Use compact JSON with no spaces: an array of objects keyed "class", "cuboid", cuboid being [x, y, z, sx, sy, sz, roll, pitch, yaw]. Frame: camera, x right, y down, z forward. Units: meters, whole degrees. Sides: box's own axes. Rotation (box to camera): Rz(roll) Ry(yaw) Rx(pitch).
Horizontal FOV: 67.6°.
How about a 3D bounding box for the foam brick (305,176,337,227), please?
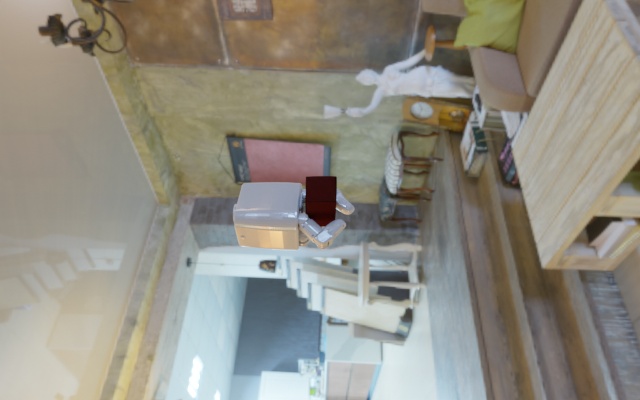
[{"class":"foam brick","cuboid":[0.000,0.002,0.797,0.051,0.053,0.078,2,-36,0]}]
